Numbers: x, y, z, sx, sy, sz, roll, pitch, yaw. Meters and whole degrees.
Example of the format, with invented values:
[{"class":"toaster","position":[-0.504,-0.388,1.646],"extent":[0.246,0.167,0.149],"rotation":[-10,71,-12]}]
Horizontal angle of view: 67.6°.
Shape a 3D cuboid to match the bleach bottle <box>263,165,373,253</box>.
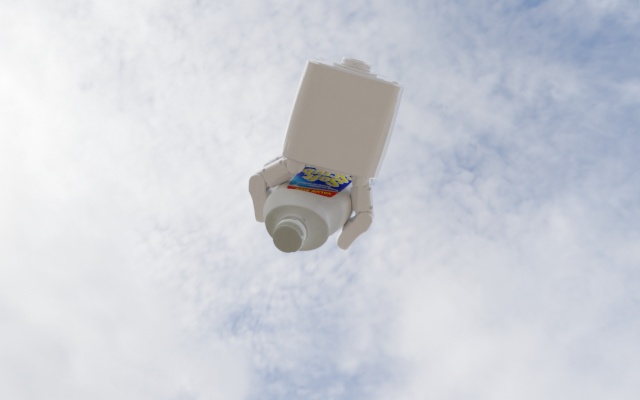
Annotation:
[{"class":"bleach bottle","position":[0.000,0.002,0.565],"extent":[0.102,0.068,0.250],"rotation":[19,20,5]}]
